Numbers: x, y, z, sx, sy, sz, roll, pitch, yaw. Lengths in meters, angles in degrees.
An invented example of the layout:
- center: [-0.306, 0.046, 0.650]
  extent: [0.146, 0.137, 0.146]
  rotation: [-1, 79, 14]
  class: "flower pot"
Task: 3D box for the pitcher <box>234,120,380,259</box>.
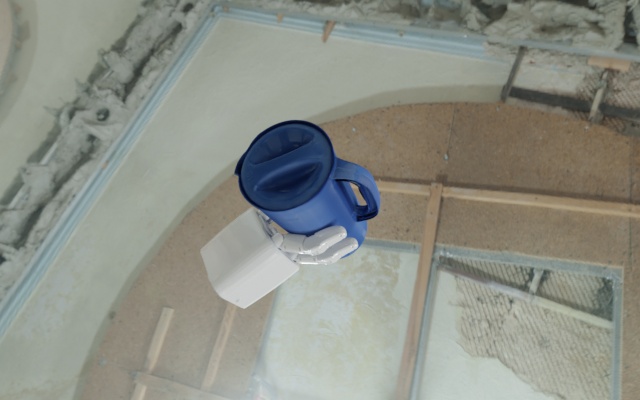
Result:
- center: [0.000, 0.002, 0.698]
  extent: [0.145, 0.149, 0.243]
  rotation: [-38, -32, 0]
  class: "pitcher"
